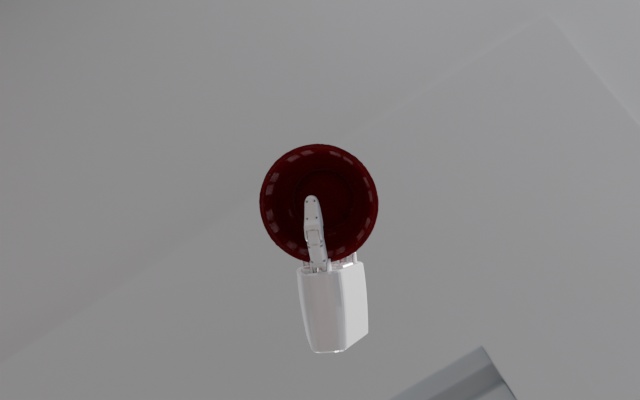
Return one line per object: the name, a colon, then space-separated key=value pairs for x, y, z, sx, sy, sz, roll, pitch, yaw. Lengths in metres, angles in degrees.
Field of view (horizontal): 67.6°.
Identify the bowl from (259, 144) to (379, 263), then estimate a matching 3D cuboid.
bowl: x=0.000 y=0.001 z=0.661 sx=0.162 sy=0.162 sz=0.055 roll=0 pitch=8 yaw=9
